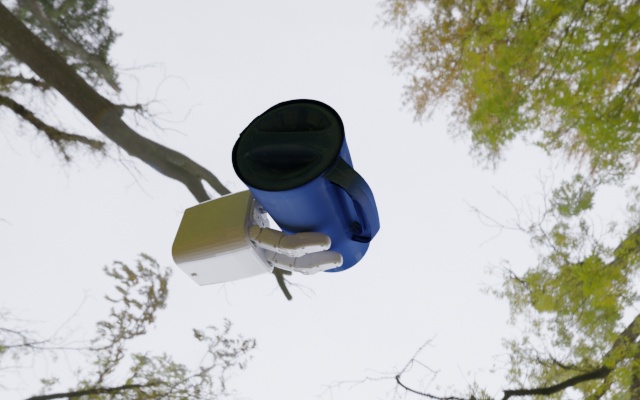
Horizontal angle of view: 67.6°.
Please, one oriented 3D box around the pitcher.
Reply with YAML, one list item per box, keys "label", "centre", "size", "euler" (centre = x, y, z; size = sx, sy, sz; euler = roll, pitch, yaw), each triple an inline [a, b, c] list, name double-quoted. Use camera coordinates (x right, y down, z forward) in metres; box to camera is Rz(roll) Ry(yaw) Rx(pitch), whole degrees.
- label: "pitcher"
  centre: [0.000, 0.002, 0.615]
  size: [0.145, 0.149, 0.243]
  euler: [-15, -37, 9]
